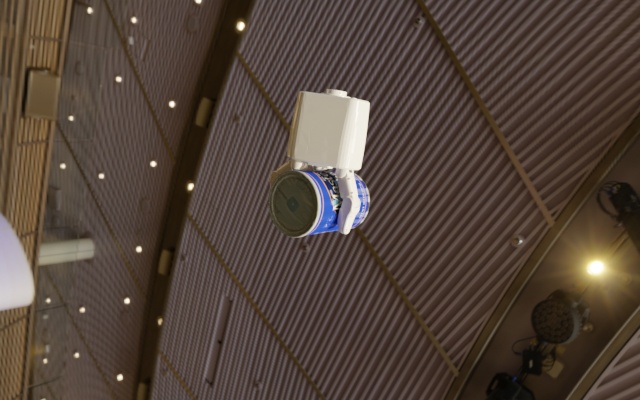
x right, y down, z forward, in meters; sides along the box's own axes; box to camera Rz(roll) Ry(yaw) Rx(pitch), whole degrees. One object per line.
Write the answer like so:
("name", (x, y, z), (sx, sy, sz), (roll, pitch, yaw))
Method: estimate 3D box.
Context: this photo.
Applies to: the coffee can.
("coffee can", (0.000, 0.003, 0.780), (0.103, 0.103, 0.140), (0, 2, 38))
